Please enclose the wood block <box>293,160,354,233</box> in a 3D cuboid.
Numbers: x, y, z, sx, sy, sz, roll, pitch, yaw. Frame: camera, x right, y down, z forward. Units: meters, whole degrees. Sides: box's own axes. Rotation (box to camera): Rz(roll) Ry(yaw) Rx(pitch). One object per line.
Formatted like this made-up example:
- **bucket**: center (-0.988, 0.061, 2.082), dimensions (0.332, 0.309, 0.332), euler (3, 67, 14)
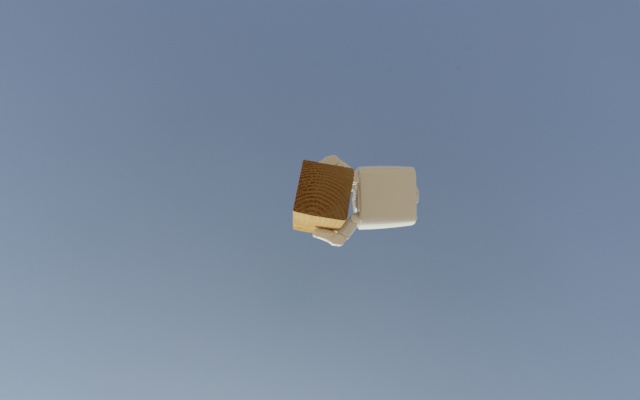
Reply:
- **wood block**: center (0.000, 0.003, 0.872), dimensions (0.090, 0.090, 0.206), euler (10, -12, -1)
